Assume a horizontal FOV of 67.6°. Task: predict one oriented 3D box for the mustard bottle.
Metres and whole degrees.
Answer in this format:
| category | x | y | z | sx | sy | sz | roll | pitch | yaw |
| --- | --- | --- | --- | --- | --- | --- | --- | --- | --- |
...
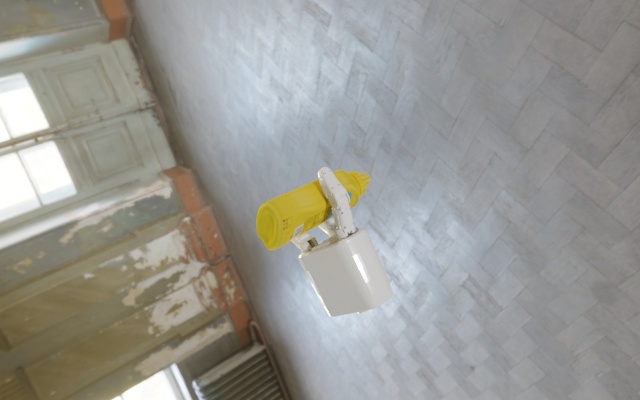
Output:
| category | x | y | z | sx | sy | sz | roll | pitch | yaw |
| --- | --- | --- | --- | --- | --- | --- | --- | --- | --- |
| mustard bottle | 0.000 | 0.002 | 0.707 | 0.191 | 0.058 | 0.096 | -26 | -23 | -30 |
